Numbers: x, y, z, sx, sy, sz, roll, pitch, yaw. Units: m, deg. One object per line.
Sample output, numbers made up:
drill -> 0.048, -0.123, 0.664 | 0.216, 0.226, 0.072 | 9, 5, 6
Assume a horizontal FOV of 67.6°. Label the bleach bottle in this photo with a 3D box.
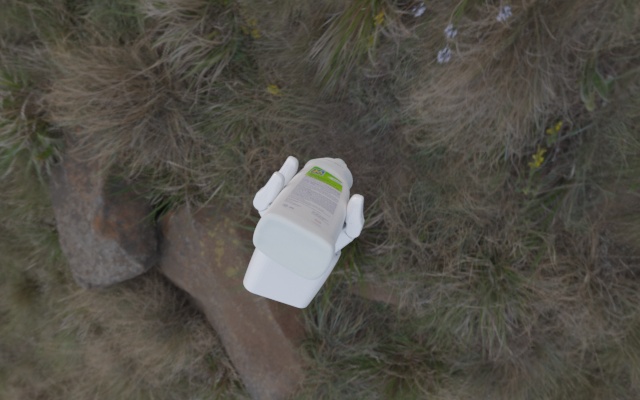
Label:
bleach bottle -> 0.000, 0.002, 0.666 | 0.102, 0.068, 0.250 | 30, 31, 3
